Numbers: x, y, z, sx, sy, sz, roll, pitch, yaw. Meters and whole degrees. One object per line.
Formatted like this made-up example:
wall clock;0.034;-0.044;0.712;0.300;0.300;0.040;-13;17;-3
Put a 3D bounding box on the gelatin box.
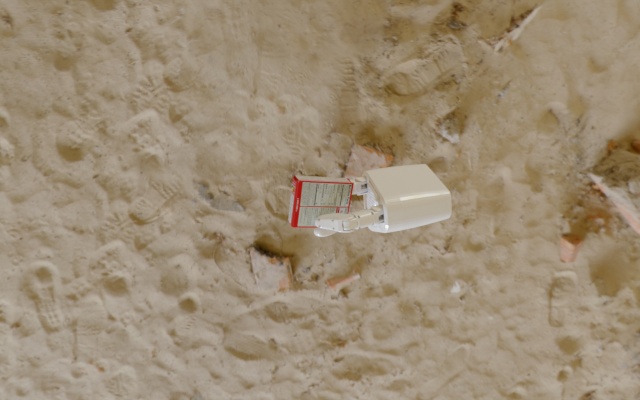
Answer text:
gelatin box;0.000;0.002;0.710;0.089;0.073;0.030;1;20;-19
